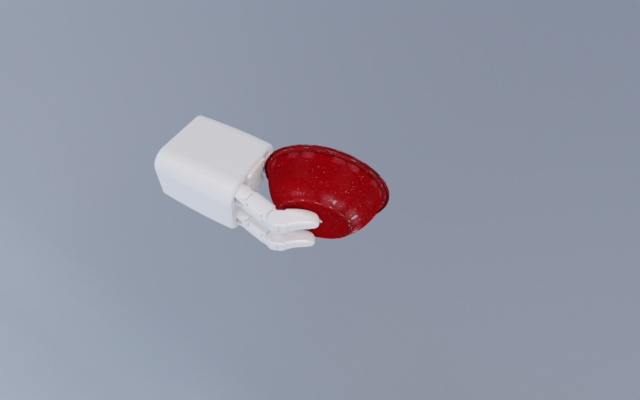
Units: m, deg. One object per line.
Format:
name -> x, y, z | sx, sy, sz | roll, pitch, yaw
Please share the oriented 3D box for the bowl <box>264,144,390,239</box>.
bowl -> 0.001, 0.003, 0.586 | 0.162, 0.055, 0.162 | 13, -29, 7
